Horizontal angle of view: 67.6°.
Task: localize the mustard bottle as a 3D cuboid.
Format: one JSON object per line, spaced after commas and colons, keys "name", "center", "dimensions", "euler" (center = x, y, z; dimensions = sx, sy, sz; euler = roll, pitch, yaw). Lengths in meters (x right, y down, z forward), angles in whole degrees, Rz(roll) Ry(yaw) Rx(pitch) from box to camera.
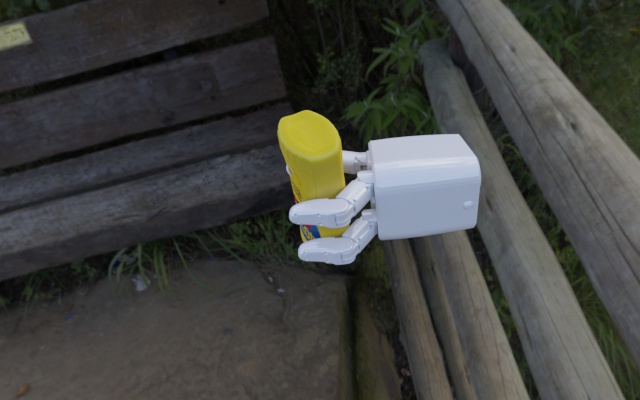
{"name": "mustard bottle", "center": [0.000, 0.002, 0.539], "dimensions": [0.058, 0.192, 0.096], "euler": [-22, 42, -12]}
